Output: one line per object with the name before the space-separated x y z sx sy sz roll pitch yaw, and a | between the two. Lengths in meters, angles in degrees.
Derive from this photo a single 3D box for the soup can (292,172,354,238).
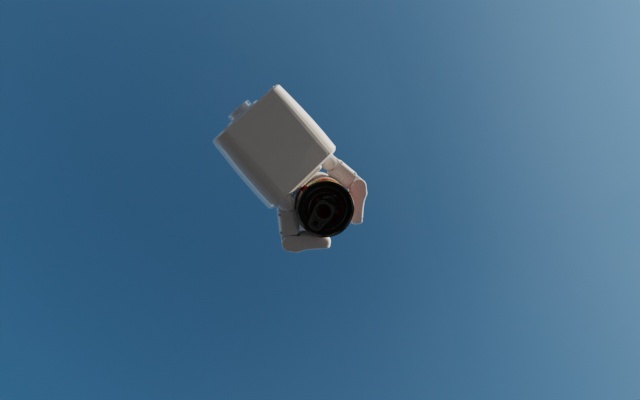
soup can | 0.000 0.002 0.604 0.068 0.068 0.102 0 10 -7
